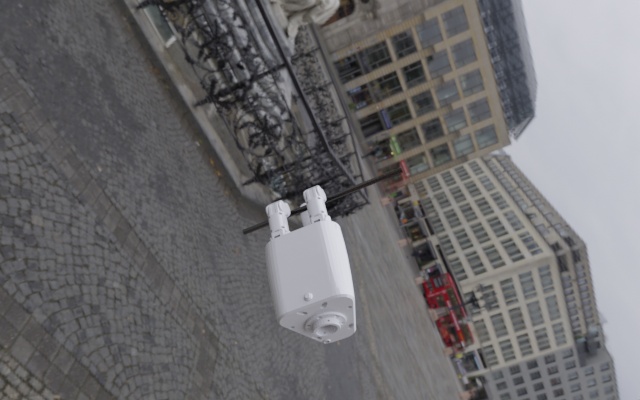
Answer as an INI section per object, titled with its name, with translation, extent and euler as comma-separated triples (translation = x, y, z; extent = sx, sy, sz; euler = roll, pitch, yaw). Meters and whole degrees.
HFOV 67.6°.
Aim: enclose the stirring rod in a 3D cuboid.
[stirring rod]
translation = 0.000, 0.002, 0.667
extent = 0.239, 0.011, 0.011
euler = -22, -4, 9
